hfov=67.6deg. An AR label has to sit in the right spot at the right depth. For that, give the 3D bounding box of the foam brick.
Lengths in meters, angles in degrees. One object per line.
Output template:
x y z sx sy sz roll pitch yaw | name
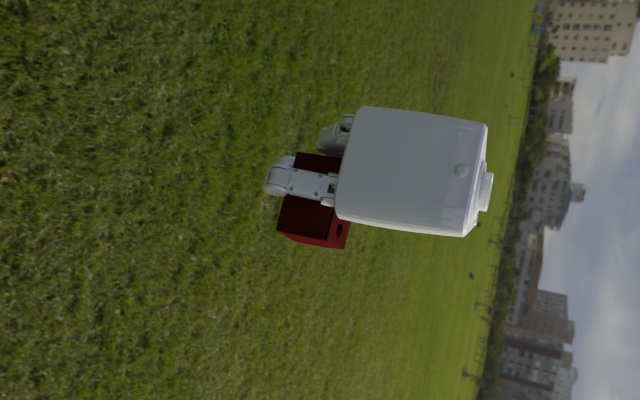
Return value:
0.000 0.002 0.441 0.051 0.078 0.053 11 -10 21 | foam brick
